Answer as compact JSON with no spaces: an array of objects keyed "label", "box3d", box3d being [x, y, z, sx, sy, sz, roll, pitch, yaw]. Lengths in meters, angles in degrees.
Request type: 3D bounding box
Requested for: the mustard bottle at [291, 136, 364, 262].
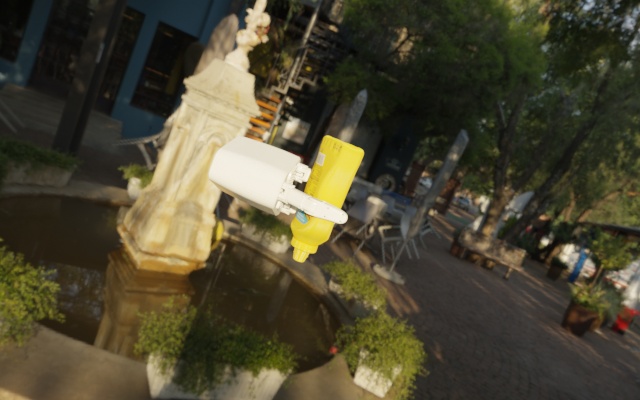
[{"label":"mustard bottle","box3d":[0.001,0.002,0.713,0.058,0.191,0.096,19,8,-21]}]
